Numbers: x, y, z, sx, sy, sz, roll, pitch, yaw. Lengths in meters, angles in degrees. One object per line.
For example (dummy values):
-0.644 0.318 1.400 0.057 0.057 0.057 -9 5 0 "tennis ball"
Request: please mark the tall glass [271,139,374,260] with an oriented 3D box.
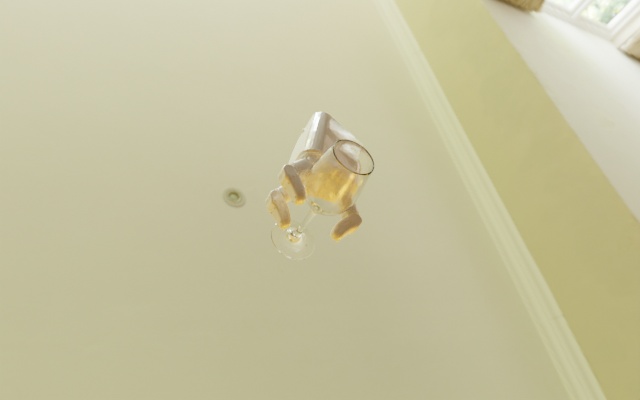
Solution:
0.000 0.003 0.686 0.079 0.079 0.201 0 -36 -33 "tall glass"
